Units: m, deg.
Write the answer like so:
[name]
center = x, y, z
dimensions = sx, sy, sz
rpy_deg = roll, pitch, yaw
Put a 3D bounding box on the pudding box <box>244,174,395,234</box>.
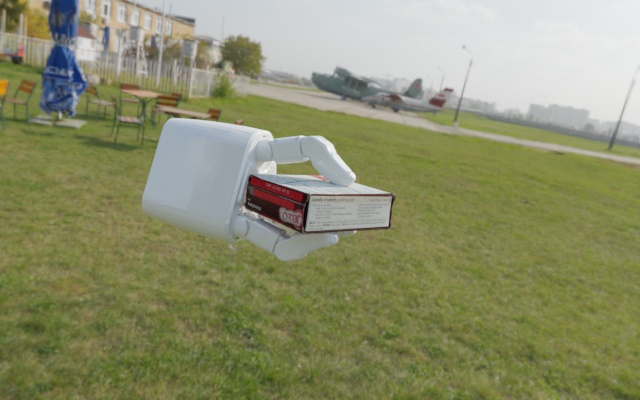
[pudding box]
center = 0.000, 0.001, 0.449
dimensions = 0.113, 0.039, 0.090
rpy_deg = -3, 16, -41
